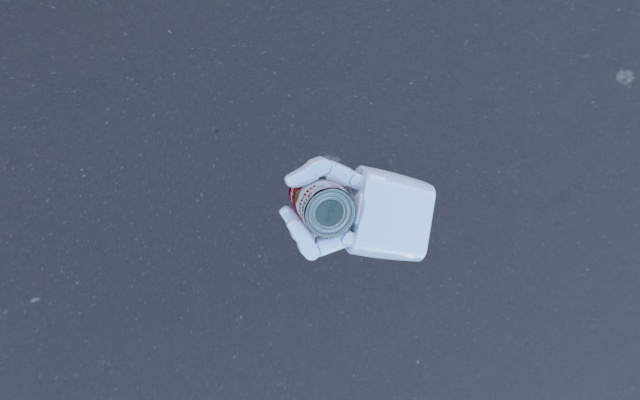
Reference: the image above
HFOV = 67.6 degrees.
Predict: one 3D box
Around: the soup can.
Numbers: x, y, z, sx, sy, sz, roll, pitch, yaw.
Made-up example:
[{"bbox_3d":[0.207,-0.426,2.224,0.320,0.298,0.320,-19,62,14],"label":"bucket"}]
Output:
[{"bbox_3d":[0.000,0.002,0.626,0.068,0.068,0.102,0,17,-15],"label":"soup can"}]
